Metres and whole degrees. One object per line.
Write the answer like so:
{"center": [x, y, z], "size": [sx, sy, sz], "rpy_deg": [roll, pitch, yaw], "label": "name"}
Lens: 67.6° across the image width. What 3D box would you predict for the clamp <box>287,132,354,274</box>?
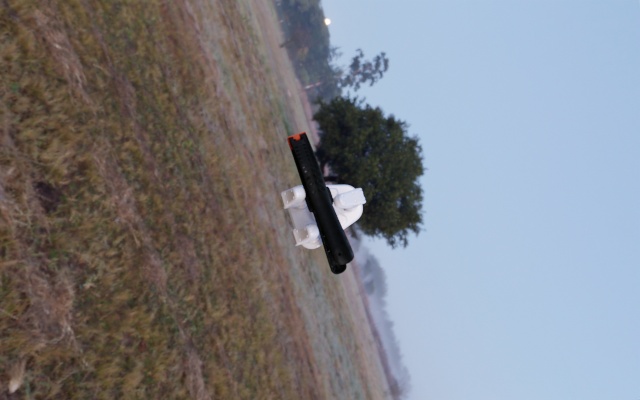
{"center": [0.001, 0.001, 0.652], "size": [0.036, 0.210, 0.164], "rpy_deg": [-18, -5, -6], "label": "clamp"}
